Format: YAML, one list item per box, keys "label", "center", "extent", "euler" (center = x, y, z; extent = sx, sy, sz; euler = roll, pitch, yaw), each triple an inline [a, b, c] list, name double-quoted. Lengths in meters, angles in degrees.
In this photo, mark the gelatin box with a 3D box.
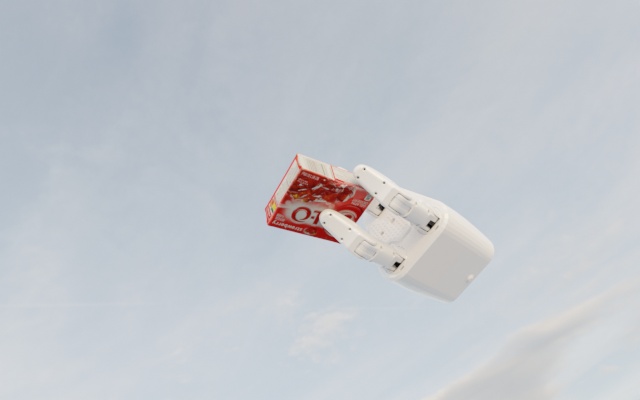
- label: "gelatin box"
  center: [0.000, 0.001, 0.476]
  extent: [0.089, 0.073, 0.030]
  euler: [17, 32, -27]
